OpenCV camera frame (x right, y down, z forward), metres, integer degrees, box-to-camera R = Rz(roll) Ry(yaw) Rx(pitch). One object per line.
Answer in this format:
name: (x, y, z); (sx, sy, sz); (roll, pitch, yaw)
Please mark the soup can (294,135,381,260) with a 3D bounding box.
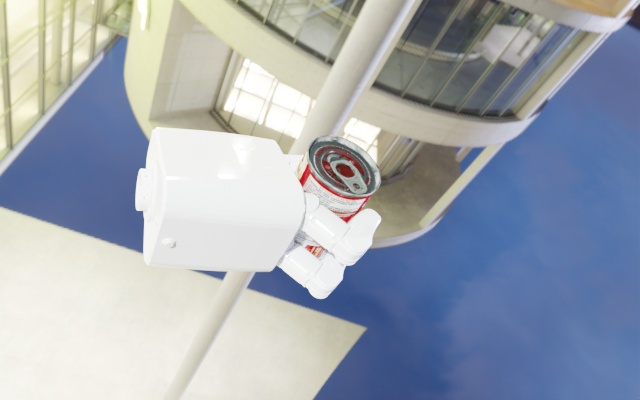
soup can: (0.000, 0.002, 0.429); (0.068, 0.068, 0.102); (0, -39, -31)
